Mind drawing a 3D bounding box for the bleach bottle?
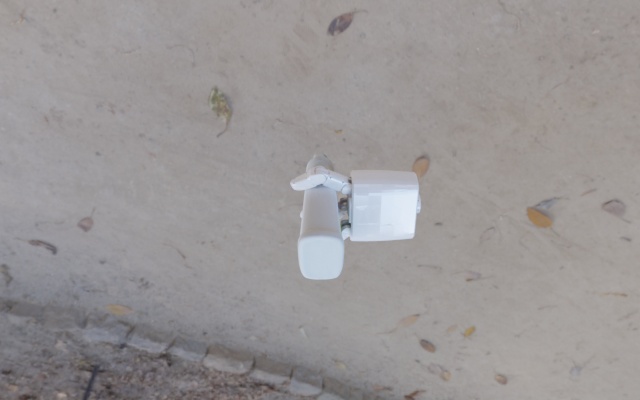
[{"bbox_3d":[0.000,0.003,0.787,0.068,0.103,0.250,0,43,0],"label":"bleach bottle"}]
